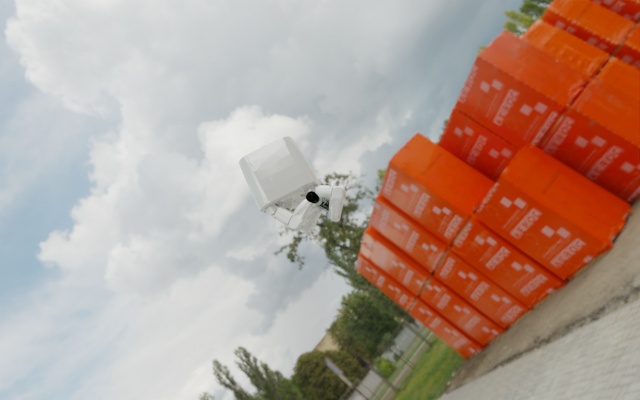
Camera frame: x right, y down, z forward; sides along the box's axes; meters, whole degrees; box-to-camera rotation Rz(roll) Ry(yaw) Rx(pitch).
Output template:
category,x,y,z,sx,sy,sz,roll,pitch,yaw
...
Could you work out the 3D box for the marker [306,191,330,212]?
category,x,y,z,sx,sy,sz,roll,pitch,yaw
marker,0.000,0.003,0.824,0.020,0.020,0.121,0,-9,17
